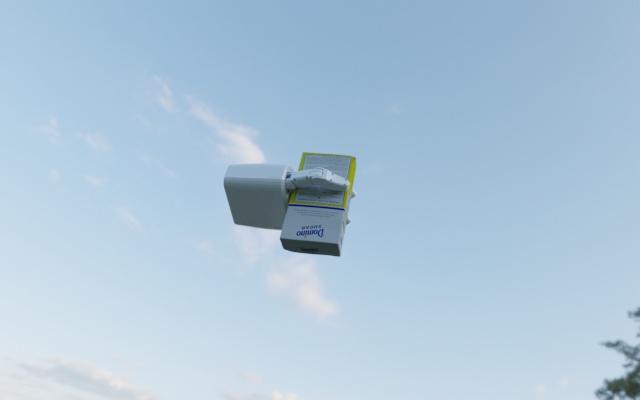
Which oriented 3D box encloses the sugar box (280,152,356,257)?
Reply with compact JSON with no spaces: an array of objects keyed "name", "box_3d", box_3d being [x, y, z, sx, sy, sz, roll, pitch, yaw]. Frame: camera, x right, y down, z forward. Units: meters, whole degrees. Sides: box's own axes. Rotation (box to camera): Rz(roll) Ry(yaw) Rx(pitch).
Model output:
[{"name":"sugar box","box_3d":[0.000,0.003,0.768,0.093,0.176,0.048,5,-33,12]}]
